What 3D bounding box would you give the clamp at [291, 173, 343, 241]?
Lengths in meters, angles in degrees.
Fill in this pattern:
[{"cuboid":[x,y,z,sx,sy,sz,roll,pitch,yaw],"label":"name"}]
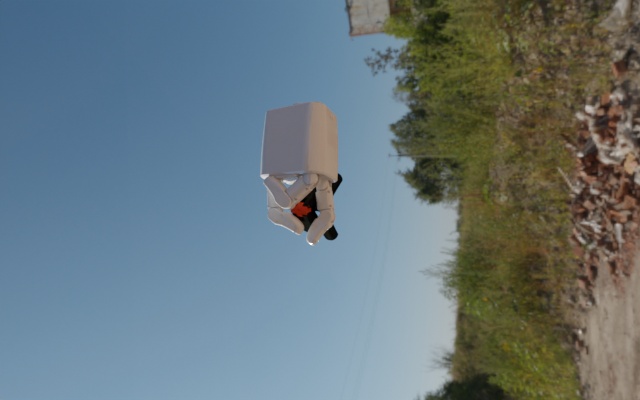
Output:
[{"cuboid":[-0.001,0.003,0.793,0.039,0.120,0.171,0,-8,18],"label":"clamp"}]
